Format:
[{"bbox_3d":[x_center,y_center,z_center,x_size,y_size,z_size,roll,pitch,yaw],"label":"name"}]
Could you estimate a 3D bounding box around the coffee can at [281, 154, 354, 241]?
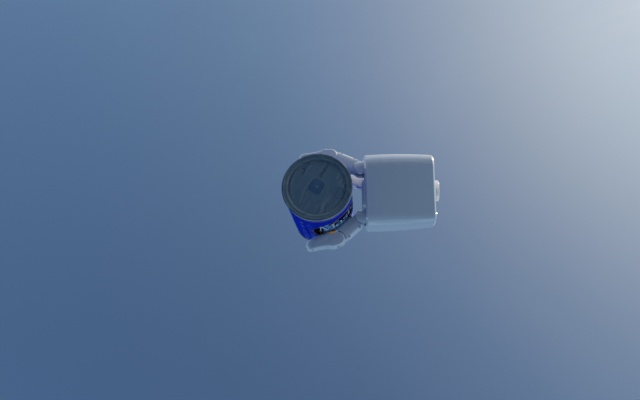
[{"bbox_3d":[0.000,0.002,0.747,0.103,0.102,0.140,0,-19,5],"label":"coffee can"}]
